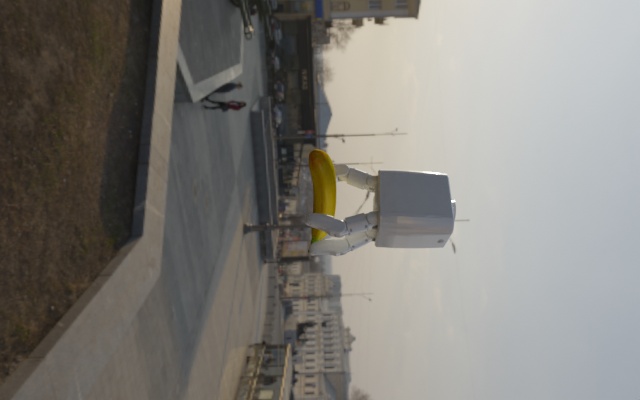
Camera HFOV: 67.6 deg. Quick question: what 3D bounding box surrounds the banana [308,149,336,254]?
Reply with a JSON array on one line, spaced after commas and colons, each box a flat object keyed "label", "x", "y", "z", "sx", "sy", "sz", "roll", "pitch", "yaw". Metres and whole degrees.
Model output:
[{"label": "banana", "x": 0.003, "y": -0.007, "z": 0.706, "sx": 0.037, "sy": 0.198, "sz": 0.069, "roll": 7, "pitch": 42, "yaw": 7}]
